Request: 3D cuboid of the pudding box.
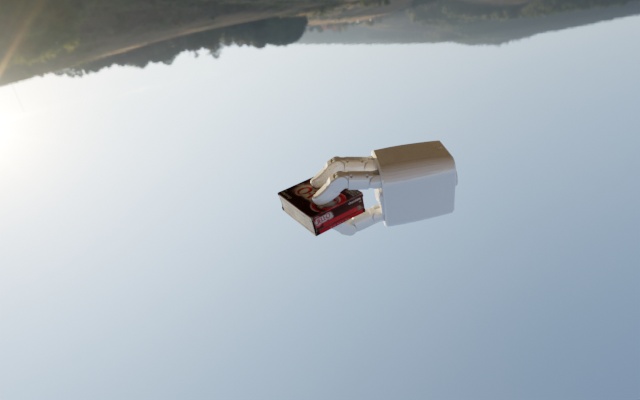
[{"bbox_3d":[0.000,0.003,0.727,0.090,0.039,0.113,-25,29,-23],"label":"pudding box"}]
